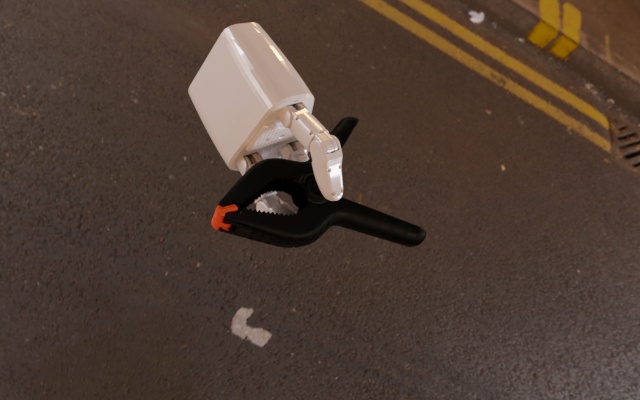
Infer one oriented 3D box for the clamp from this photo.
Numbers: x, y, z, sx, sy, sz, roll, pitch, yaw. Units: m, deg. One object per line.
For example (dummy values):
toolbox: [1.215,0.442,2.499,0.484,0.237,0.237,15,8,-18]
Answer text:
clamp: [0.000,0.001,0.466,0.210,0.164,0.036,-22,-21,-35]
